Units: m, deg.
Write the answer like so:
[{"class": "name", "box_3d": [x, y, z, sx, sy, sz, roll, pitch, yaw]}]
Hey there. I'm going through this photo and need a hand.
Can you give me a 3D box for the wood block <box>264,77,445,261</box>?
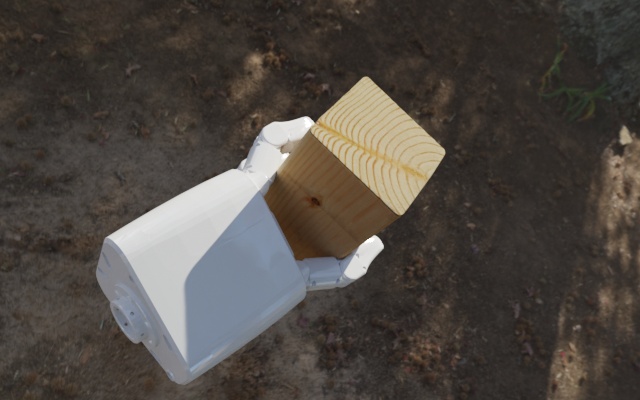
[{"class": "wood block", "box_3d": [0.000, 0.002, 0.432, 0.090, 0.091, 0.206, -48, 3, -38]}]
